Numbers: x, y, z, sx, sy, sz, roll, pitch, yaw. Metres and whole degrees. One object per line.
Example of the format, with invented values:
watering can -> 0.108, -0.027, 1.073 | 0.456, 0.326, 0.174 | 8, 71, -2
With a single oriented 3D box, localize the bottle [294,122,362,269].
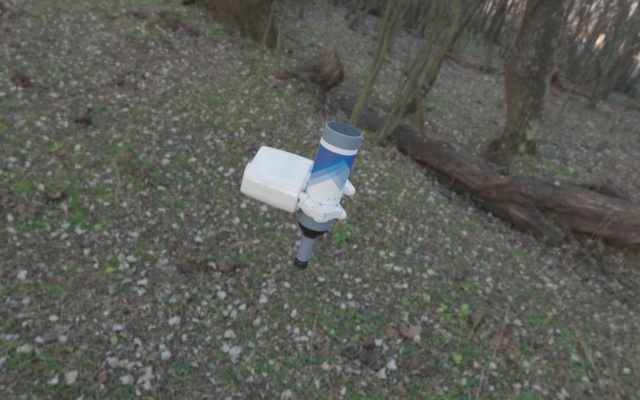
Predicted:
bottle -> 0.000, 0.003, 0.887 | 0.069, 0.296, 0.069 | 14, 27, -7
